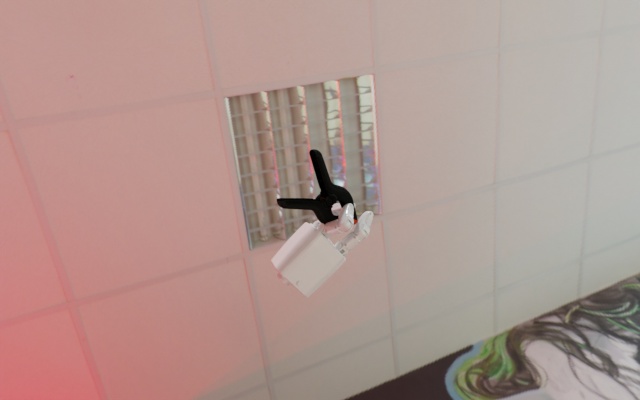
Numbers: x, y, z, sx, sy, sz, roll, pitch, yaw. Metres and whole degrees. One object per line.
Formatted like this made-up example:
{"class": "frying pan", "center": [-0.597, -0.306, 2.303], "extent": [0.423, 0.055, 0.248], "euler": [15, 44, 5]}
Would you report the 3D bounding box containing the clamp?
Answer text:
{"class": "clamp", "center": [0.000, 0.003, 0.880], "extent": [0.171, 0.120, 0.039], "euler": [48, -7, -28]}
